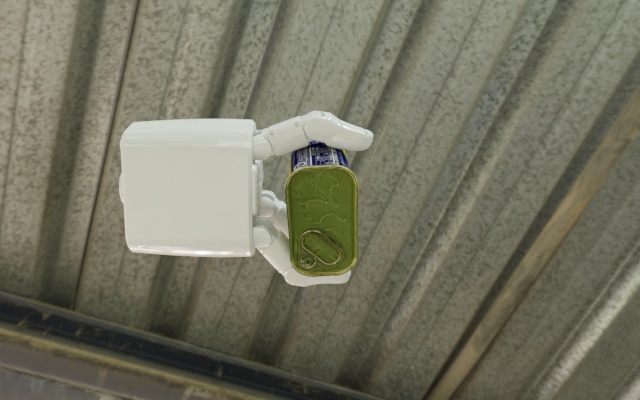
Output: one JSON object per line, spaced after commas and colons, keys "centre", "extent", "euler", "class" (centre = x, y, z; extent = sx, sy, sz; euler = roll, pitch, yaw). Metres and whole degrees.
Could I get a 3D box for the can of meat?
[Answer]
{"centre": [0.000, 0.001, 0.422], "extent": [0.057, 0.102, 0.084], "euler": [-3, 27, -1], "class": "can of meat"}
